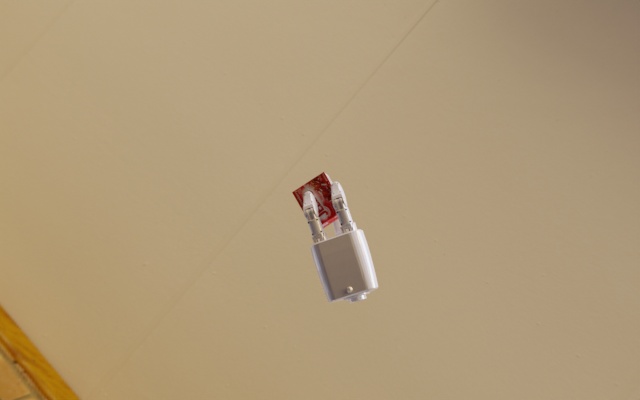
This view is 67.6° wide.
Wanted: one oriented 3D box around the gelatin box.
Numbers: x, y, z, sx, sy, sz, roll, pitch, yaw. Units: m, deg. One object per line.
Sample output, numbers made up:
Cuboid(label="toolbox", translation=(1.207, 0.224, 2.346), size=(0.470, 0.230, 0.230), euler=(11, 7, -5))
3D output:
Cuboid(label="gelatin box", translation=(0.000, 0.003, 0.892), size=(0.073, 0.089, 0.030), euler=(-33, -21, 7))
